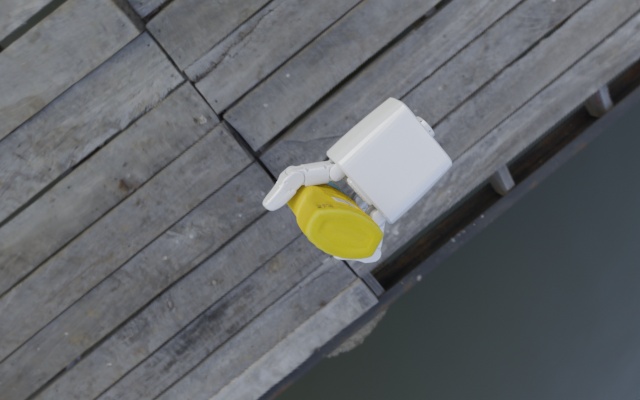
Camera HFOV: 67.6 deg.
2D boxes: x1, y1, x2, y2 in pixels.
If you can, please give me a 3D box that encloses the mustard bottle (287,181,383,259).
[{"bbox_3d":[0.000,0.002,0.602,0.096,0.058,0.191,19,15,-25],"label":"mustard bottle"}]
